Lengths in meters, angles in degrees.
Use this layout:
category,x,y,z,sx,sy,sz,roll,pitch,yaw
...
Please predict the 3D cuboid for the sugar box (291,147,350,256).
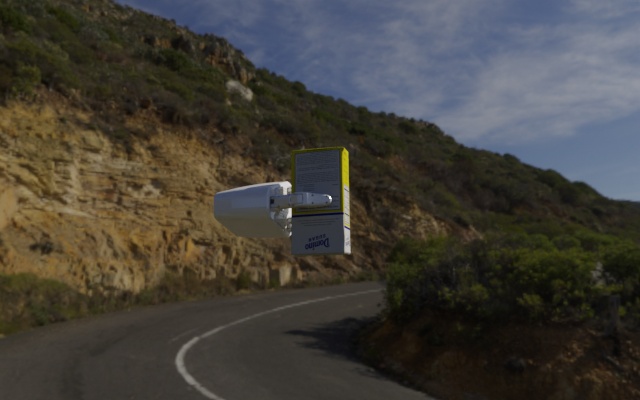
category,x,y,z,sx,sy,sz,roll,pitch,yaw
sugar box,0.000,0.003,0.793,0.093,0.176,0.048,-3,-9,18
